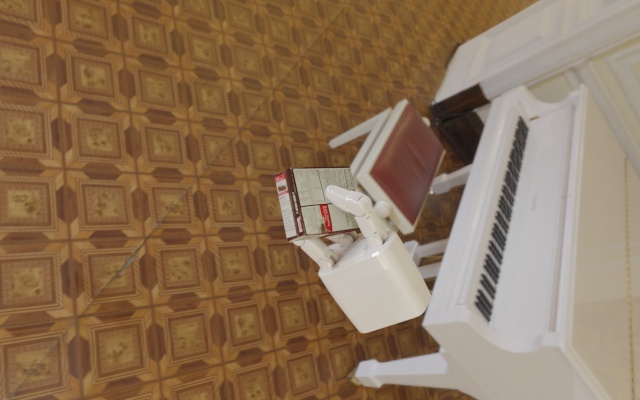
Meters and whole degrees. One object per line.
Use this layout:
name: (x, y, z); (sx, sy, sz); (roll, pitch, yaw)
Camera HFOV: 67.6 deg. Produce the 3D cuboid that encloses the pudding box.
pudding box: (0.000, 0.002, 0.625); (0.113, 0.090, 0.039); (-4, -12, -45)
